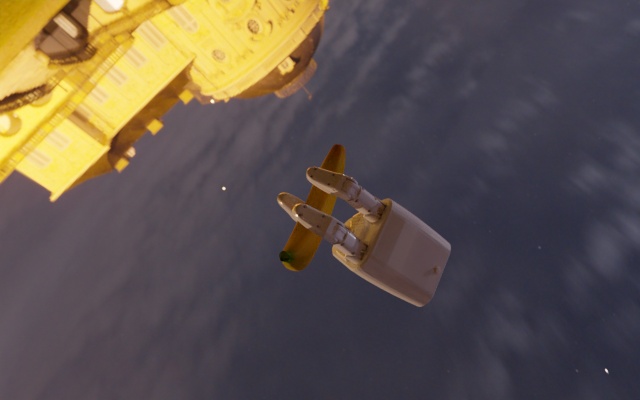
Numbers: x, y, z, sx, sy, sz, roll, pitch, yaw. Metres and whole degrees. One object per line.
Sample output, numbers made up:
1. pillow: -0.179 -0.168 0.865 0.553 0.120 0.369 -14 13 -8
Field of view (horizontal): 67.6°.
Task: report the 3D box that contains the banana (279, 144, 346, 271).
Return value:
1. banana: -0.005 0.015 0.580 0.037 0.197 0.070 23 -40 1
